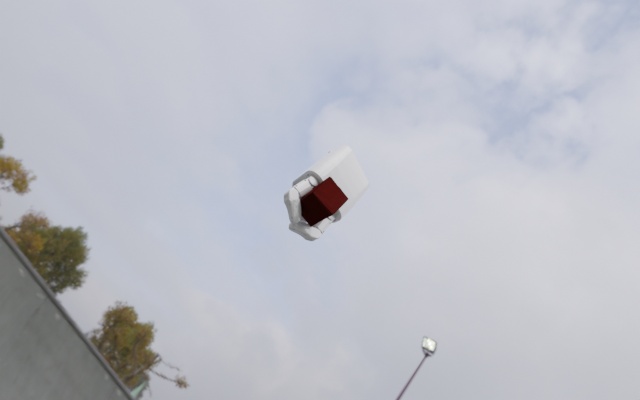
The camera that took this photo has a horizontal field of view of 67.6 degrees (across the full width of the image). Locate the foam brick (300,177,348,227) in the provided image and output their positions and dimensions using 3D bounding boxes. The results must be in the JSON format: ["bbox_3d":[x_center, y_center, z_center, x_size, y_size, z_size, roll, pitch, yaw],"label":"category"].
[{"bbox_3d":[0.000,0.003,0.832,0.051,0.053,0.078,-42,6,-34],"label":"foam brick"}]
